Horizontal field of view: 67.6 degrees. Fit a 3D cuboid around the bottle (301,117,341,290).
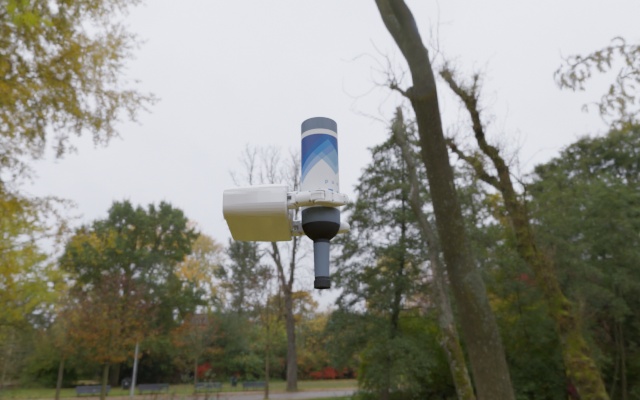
[{"bbox_3d":[0.000,0.002,0.817,0.069,0.295,0.069,-1,-19,0],"label":"bottle"}]
